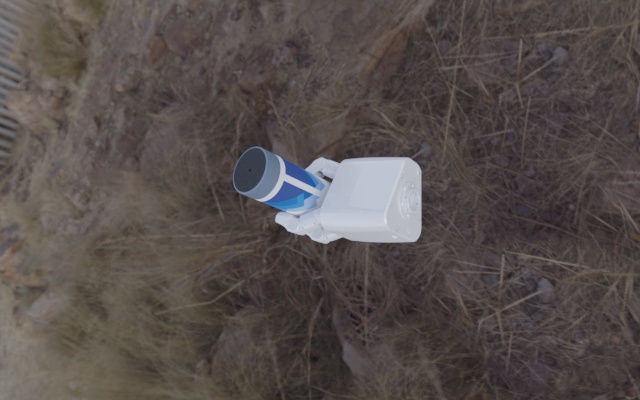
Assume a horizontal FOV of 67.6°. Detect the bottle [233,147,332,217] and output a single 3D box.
[{"bbox_3d":[0.000,0.002,0.732,0.069,0.069,0.296,0,-17,41],"label":"bottle"}]
